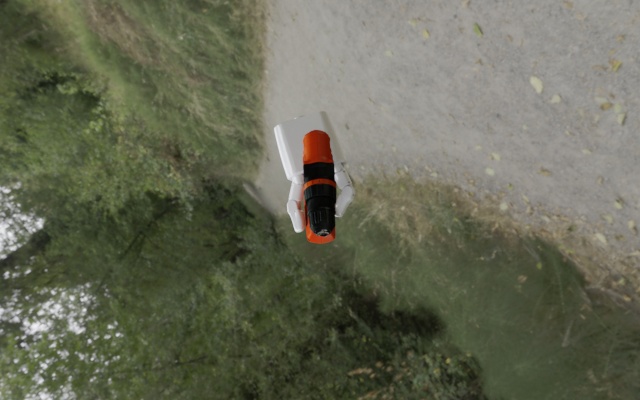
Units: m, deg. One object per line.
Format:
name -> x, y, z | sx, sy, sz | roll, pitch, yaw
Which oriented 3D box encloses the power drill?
power drill -> 0.000, 0.003, 0.808 | 0.057, 0.184, 0.188 | -1, -28, -2
